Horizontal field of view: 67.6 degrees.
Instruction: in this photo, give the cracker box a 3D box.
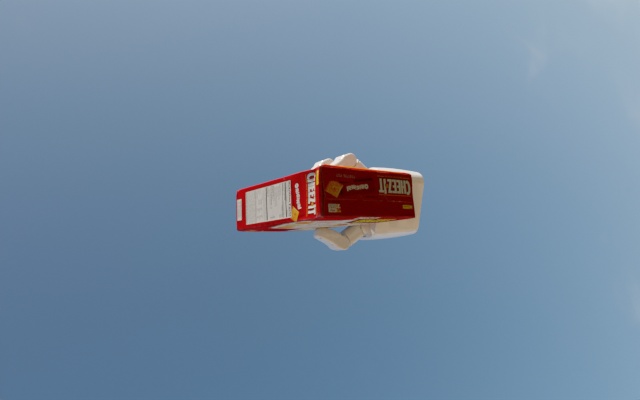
[{"bbox_3d":[0.000,0.002,0.686,0.164,0.072,0.214,1,-8,-38],"label":"cracker box"}]
